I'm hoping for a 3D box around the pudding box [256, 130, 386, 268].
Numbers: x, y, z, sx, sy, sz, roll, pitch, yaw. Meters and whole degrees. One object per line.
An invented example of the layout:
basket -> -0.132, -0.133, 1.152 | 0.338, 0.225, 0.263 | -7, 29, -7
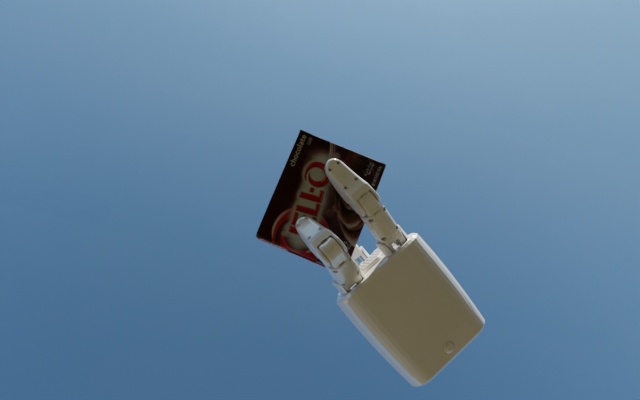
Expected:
pudding box -> 0.000, 0.002, 0.461 | 0.090, 0.113, 0.039 | 22, -10, -3
